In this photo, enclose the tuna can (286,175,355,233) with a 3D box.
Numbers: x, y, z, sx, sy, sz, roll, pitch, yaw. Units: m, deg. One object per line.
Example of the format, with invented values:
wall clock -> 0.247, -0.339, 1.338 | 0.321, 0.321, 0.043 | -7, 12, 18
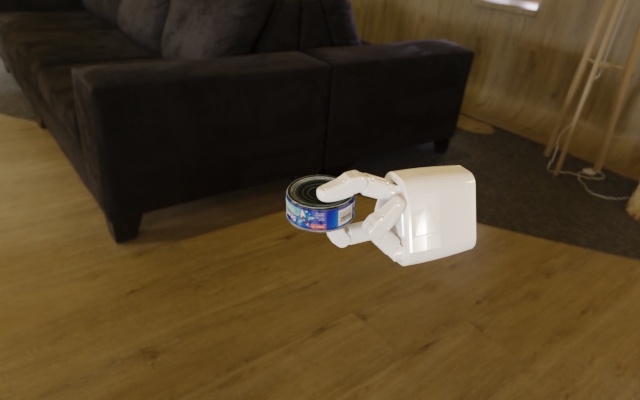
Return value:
tuna can -> 0.000, 0.001, 0.585 | 0.086, 0.034, 0.086 | 0, 31, 0
